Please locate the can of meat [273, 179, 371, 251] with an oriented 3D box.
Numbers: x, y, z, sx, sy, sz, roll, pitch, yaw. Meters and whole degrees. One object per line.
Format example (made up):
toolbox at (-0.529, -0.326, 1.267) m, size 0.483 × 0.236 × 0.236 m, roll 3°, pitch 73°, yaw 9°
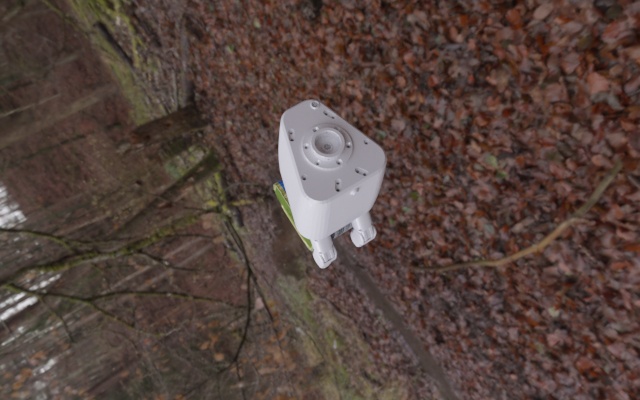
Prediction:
can of meat at (0.000, 0.002, 0.607) m, size 0.084 × 0.102 × 0.057 m, roll -30°, pitch -14°, yaw -14°
